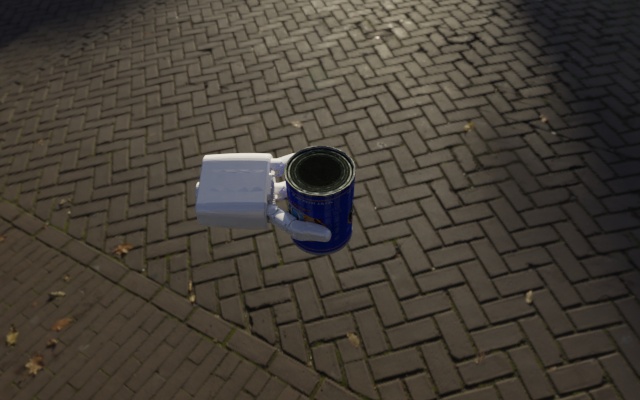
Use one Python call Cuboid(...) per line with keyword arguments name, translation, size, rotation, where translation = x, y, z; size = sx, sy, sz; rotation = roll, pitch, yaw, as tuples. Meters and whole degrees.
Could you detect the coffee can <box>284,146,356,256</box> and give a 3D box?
Cuboid(name="coffee can", translation=(0.000, 0.003, 0.731), size=(0.103, 0.102, 0.140), rotation=(0, -42, 1))
